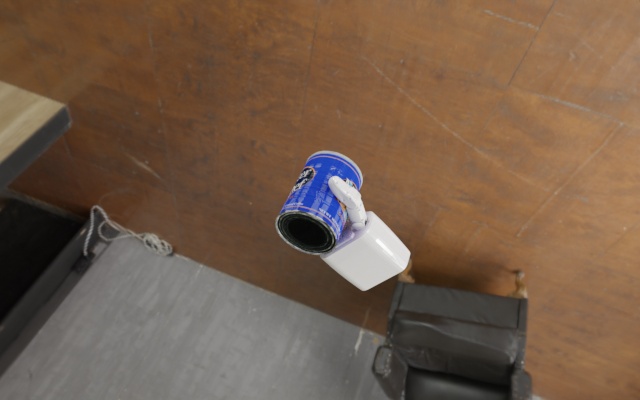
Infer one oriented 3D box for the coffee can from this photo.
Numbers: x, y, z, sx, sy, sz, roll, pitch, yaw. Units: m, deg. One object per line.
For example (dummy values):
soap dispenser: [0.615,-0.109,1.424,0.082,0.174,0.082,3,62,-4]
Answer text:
coffee can: [0.000,0.002,0.779,0.103,0.140,0.103,15,-40,13]
